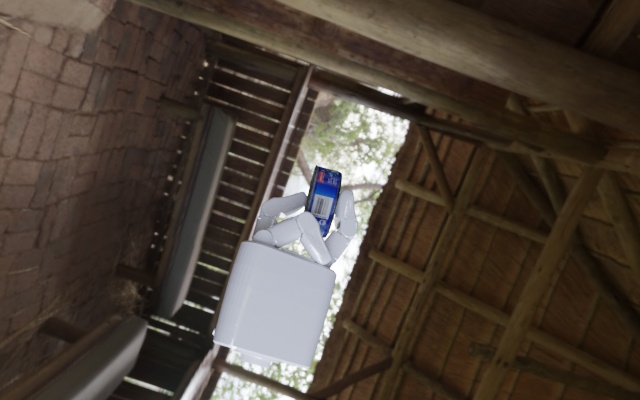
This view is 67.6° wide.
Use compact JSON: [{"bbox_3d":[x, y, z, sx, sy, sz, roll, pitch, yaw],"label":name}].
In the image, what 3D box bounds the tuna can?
[{"bbox_3d":[0.001,0.002,0.583,0.034,0.086,0.086,14,-1,-4],"label":"tuna can"}]
